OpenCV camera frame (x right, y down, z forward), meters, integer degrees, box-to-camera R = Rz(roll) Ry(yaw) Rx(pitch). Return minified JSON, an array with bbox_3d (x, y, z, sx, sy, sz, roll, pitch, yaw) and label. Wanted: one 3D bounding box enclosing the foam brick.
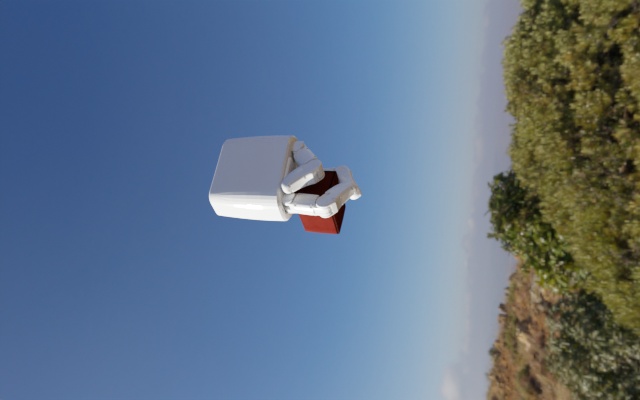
[{"bbox_3d":[0.000,0.002,0.668,0.051,0.053,0.078,1,-42,18],"label":"foam brick"}]
